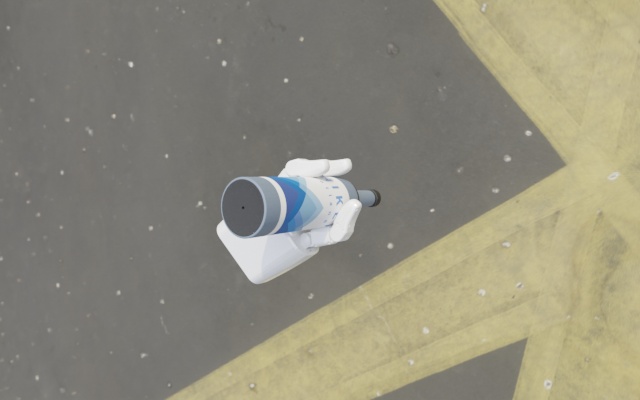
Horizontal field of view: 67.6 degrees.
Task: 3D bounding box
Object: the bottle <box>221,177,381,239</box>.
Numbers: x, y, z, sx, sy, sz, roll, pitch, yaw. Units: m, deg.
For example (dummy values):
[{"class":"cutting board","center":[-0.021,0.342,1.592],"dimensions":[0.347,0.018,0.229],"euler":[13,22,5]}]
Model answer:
[{"class":"bottle","center":[0.000,0.002,0.630],"dimensions":[0.069,0.069,0.295],"euler":[0,2,35]}]
